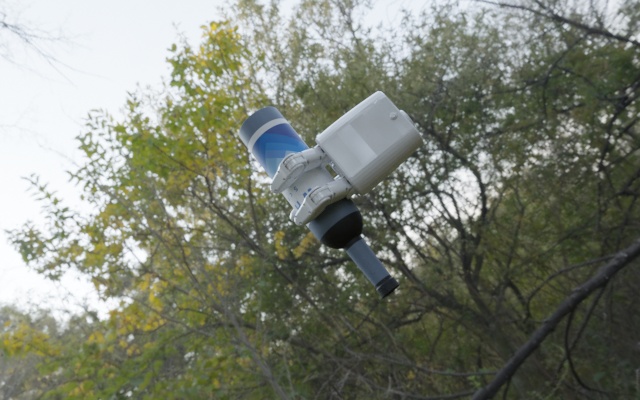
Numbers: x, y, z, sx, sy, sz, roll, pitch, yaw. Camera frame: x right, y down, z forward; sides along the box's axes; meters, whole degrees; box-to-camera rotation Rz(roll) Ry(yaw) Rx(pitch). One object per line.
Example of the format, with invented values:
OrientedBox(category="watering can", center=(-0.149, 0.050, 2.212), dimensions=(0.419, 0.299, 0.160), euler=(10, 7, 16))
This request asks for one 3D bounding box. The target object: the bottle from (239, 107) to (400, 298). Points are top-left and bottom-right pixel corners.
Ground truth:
OrientedBox(category="bottle", center=(0.000, 0.002, 0.630), dimensions=(0.069, 0.295, 0.069), euler=(-34, -17, -12))
